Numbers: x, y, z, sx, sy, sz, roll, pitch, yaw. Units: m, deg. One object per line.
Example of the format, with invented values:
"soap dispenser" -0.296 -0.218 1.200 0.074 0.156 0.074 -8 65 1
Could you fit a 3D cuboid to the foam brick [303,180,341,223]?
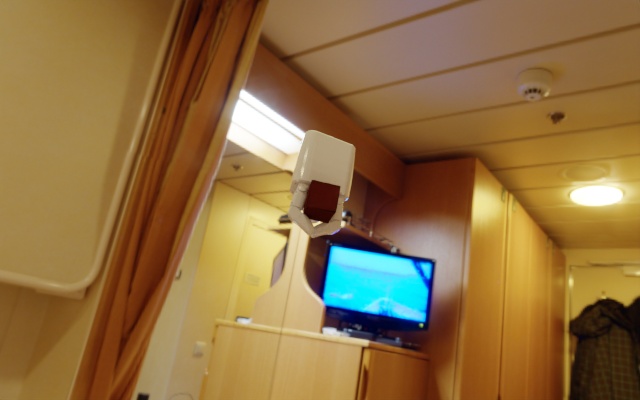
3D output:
"foam brick" 0.000 0.003 0.845 0.053 0.051 0.078 14 -17 -5
